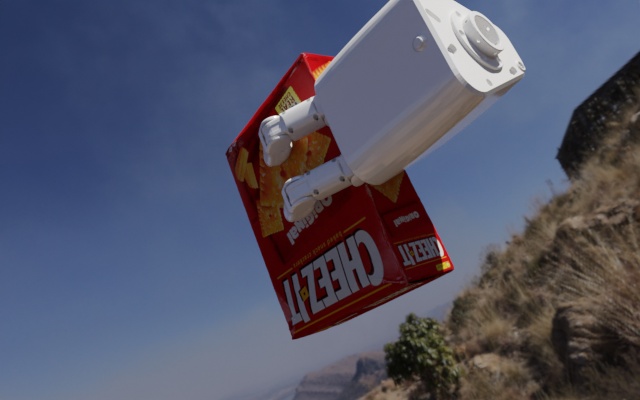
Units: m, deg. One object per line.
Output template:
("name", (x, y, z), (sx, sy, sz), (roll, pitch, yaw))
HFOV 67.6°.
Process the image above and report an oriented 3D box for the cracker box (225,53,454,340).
("cracker box", (0.000, 0.001, 0.447), (0.072, 0.213, 0.164), (-7, -23, -41))
